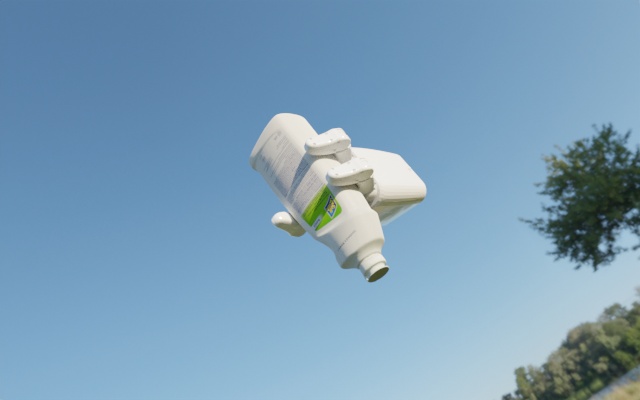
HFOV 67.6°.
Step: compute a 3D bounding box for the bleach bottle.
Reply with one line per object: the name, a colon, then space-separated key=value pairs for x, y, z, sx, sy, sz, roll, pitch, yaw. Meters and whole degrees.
bleach bottle: x=0.000 y=0.002 z=0.607 sx=0.068 sy=0.103 sz=0.250 roll=-1 pitch=45 yaw=-43
